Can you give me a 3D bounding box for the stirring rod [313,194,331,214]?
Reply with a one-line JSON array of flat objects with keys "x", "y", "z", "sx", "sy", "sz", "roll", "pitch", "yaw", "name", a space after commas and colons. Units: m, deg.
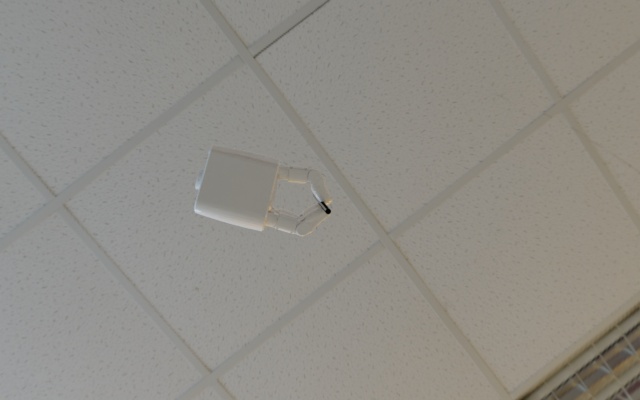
[{"x": 0.000, "y": 0.002, "z": 0.766, "sx": 0.011, "sy": 0.011, "sz": 0.239, "roll": 0, "pitch": 6, "yaw": -5, "name": "stirring rod"}]
